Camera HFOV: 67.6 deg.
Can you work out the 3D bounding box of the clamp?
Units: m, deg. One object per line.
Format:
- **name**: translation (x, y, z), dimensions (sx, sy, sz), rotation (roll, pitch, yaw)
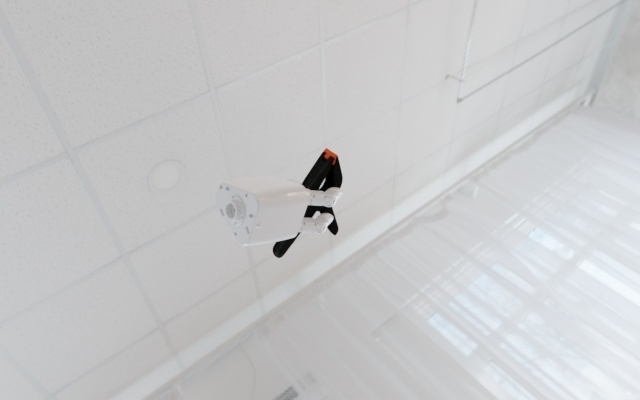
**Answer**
- **clamp**: translation (0.000, 0.002, 0.878), dimensions (0.036, 0.210, 0.164), rotation (36, 29, 31)
